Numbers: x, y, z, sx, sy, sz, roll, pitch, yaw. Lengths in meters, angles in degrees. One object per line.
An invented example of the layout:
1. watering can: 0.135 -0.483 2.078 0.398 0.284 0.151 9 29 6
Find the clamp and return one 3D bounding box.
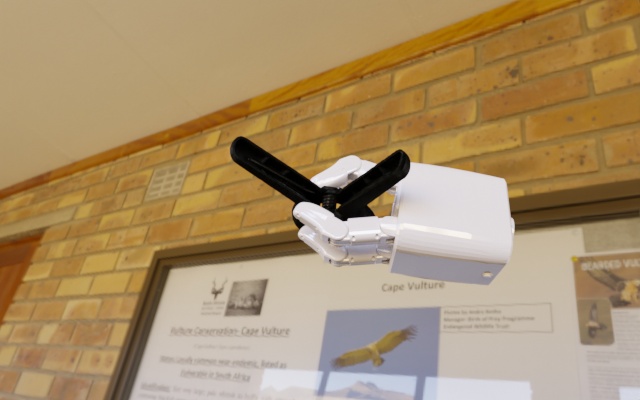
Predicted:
1. clamp: 0.001 0.001 0.500 0.164 0.036 0.210 11 -28 8
